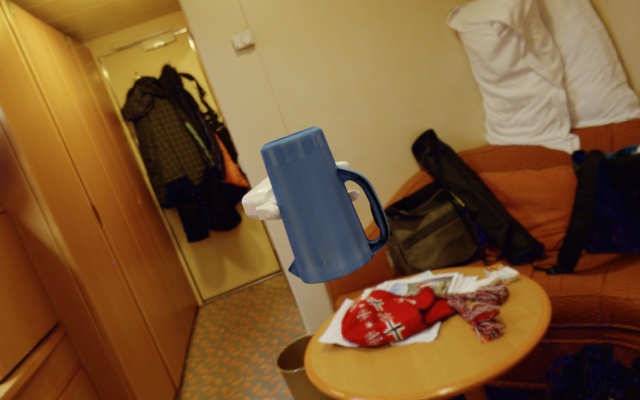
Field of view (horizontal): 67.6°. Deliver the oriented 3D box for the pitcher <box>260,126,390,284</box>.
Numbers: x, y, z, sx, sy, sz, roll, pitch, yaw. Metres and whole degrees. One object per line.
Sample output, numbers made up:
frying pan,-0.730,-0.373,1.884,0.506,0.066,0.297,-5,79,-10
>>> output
pitcher,0.000,0.003,0.796,0.149,0.243,0.145,-26,11,-31
